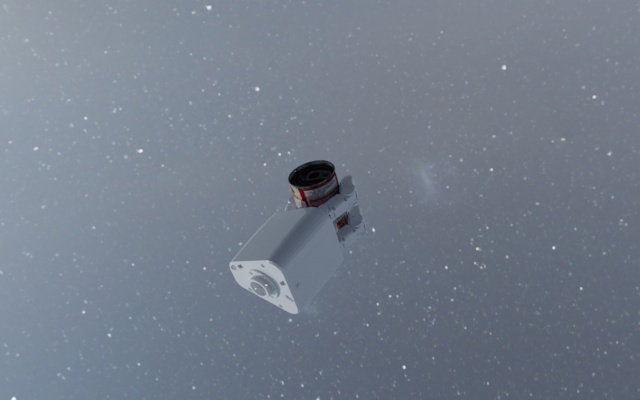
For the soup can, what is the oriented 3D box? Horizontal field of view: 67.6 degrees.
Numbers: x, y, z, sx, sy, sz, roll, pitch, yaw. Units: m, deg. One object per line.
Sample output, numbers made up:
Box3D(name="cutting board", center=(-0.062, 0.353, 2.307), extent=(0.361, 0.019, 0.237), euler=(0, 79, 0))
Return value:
Box3D(name="soup can", center=(0.000, 0.002, 0.694), extent=(0.068, 0.102, 0.068), euler=(-13, 33, 8))
